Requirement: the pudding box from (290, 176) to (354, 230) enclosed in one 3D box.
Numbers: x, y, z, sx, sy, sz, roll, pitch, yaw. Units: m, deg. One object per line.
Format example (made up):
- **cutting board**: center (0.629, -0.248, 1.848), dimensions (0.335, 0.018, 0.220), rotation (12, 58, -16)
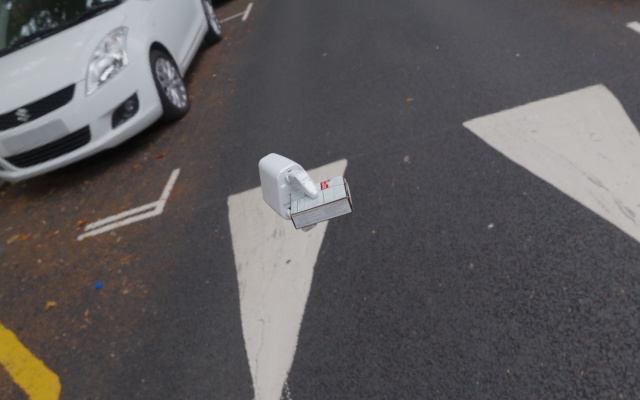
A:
- **pudding box**: center (0.000, 0.003, 0.887), dimensions (0.113, 0.039, 0.090), rotation (-19, 29, 7)
